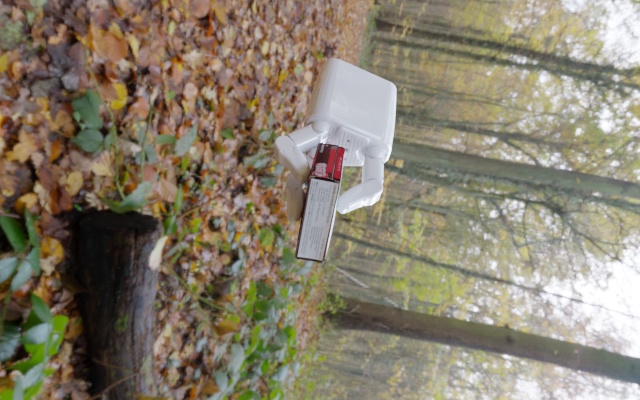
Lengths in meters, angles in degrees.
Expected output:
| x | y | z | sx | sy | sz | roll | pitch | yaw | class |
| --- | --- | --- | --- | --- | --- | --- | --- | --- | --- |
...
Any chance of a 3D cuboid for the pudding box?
| x | y | z | sx | sy | sz | roll | pitch | yaw | class |
| --- | --- | --- | --- | --- | --- | --- | --- | --- | --- |
| 0.000 | 0.002 | 0.556 | 0.039 | 0.114 | 0.090 | 10 | 31 | 2 | pudding box |
